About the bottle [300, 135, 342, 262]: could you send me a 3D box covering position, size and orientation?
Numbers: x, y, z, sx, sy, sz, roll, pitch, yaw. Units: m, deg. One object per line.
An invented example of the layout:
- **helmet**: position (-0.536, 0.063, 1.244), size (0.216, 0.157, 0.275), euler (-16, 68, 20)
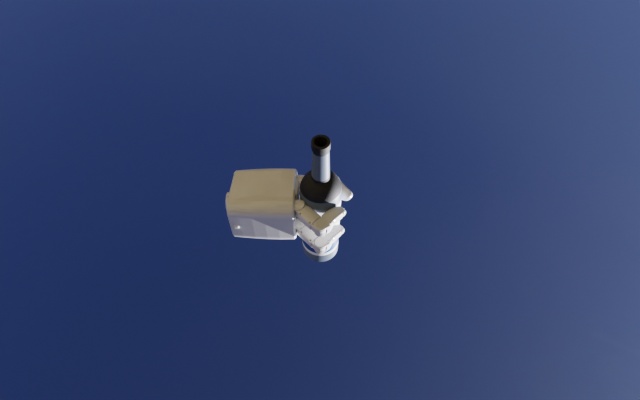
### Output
- **bottle**: position (0.000, 0.003, 0.780), size (0.069, 0.069, 0.296), euler (0, -35, 0)
